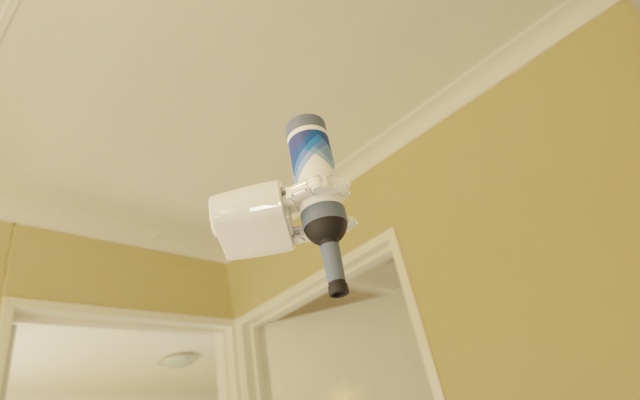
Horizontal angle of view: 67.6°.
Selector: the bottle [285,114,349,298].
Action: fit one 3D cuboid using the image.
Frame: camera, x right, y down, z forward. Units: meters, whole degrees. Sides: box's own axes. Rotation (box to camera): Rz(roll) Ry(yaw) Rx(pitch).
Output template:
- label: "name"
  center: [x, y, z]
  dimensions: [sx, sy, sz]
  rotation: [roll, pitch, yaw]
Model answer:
- label: "bottle"
  center: [0.000, 0.002, 0.713]
  dimensions: [0.069, 0.295, 0.069]
  rotation: [-8, -31, -5]
